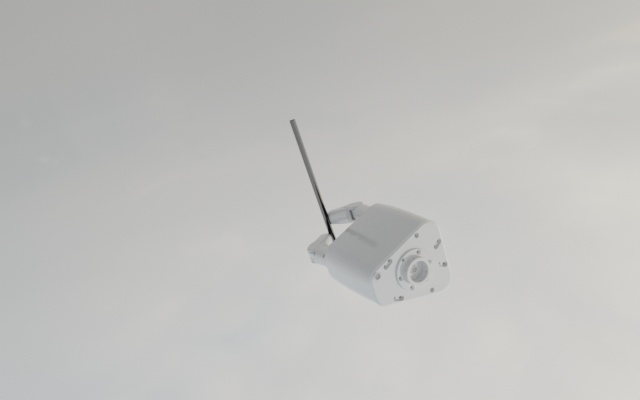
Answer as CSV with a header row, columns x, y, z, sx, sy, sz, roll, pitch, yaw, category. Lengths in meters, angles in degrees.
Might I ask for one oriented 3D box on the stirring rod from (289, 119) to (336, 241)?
x,y,z,sx,sy,sz,roll,pitch,yaw,category
0.000,0.002,0.667,0.011,0.239,0.011,-17,18,6,stirring rod
